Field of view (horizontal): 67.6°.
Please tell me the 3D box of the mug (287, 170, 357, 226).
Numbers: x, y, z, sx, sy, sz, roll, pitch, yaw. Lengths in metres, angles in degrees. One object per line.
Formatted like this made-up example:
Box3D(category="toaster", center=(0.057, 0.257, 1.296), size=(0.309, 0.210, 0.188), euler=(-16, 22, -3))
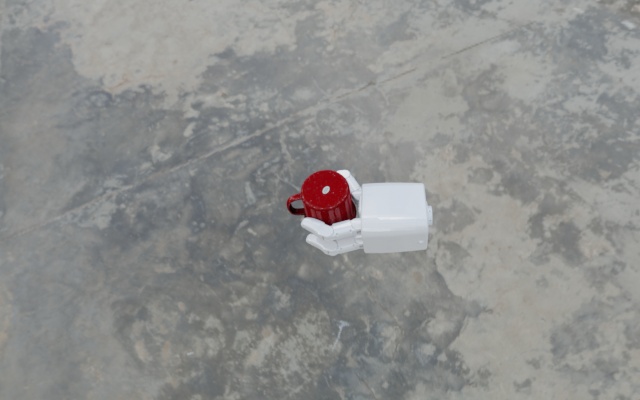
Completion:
Box3D(category="mug", center=(-0.001, 0.003, 0.811), size=(0.117, 0.093, 0.082), euler=(-3, -33, 7))
